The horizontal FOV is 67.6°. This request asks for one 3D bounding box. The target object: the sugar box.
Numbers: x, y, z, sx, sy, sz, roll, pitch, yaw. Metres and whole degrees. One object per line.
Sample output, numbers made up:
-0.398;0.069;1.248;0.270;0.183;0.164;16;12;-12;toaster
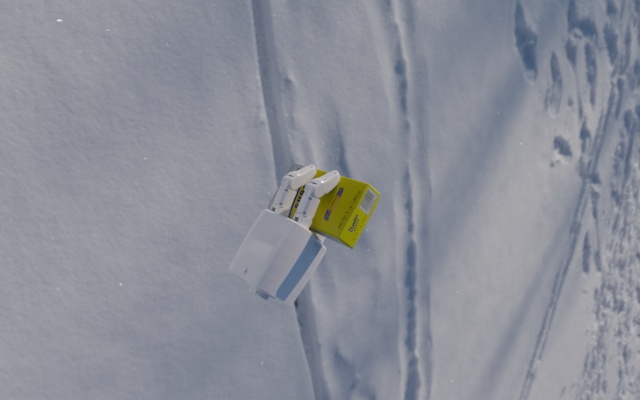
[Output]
0.000;0.002;0.742;0.176;0.093;0.048;19;-15;43;sugar box
